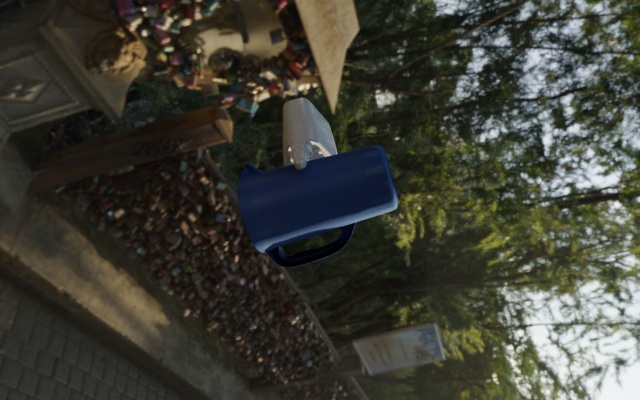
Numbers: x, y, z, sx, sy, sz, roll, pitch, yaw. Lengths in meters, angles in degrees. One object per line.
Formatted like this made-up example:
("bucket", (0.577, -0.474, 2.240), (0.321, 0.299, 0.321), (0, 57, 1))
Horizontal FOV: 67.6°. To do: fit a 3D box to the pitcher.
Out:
("pitcher", (0.000, 0.002, 0.779), (0.243, 0.145, 0.149), (-15, -33, 8))
